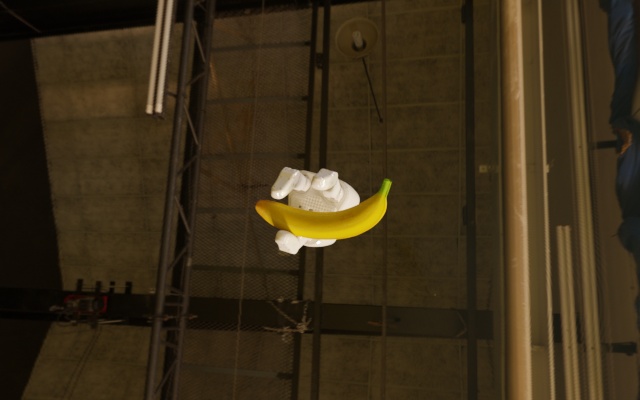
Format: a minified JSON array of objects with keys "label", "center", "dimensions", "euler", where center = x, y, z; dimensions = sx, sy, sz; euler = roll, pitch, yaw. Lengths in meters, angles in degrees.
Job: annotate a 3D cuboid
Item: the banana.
[{"label":"banana","center":[0.006,0.020,0.649],"dimensions":[0.198,0.069,0.037],"euler":[-9,-4,18]}]
